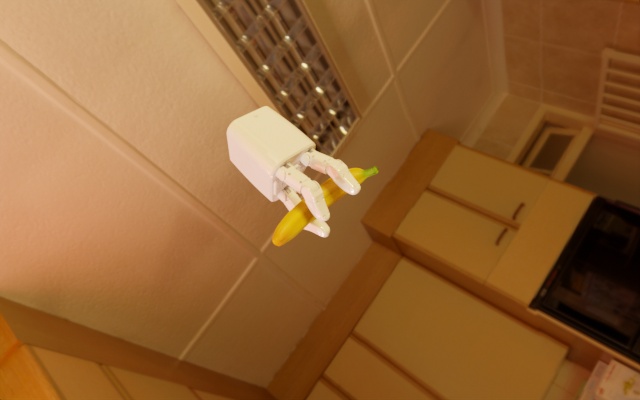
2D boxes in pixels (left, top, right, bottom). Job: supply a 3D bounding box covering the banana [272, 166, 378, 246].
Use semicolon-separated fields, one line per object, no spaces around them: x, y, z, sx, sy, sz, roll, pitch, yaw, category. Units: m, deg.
-0.002;0.002;0.737;0.198;0.037;0.069;-38;5;-16;banana
